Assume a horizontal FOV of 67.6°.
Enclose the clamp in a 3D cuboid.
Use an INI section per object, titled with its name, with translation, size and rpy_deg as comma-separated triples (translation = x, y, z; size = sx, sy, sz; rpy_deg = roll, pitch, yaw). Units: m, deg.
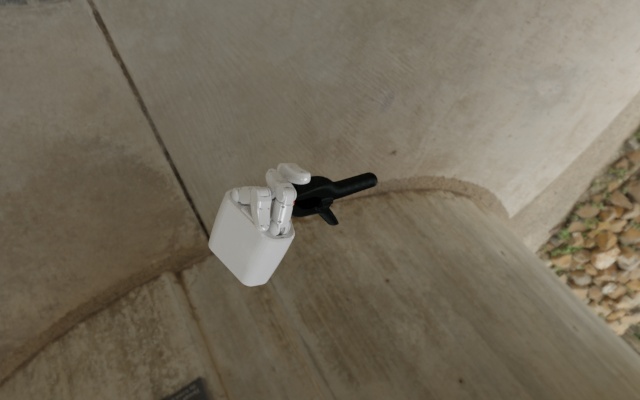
[clamp]
translation = 0.000, 0.003, 0.740
size = 0.171, 0.120, 0.039
rpy_deg = -2, 46, -38
